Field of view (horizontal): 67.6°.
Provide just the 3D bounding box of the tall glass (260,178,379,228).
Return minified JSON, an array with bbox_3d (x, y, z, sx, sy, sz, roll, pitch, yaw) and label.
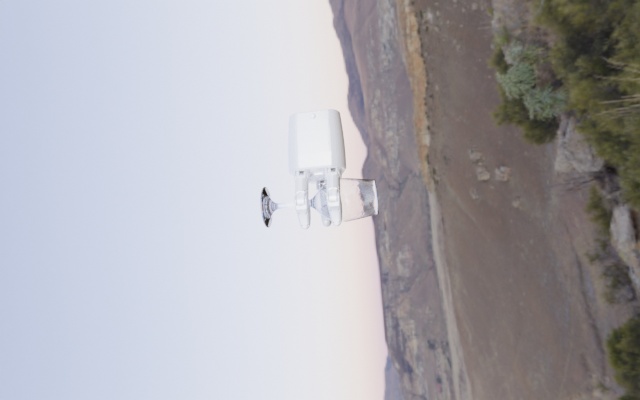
[{"bbox_3d":[-0.001,0.003,0.847,0.201,0.079,0.079,-5,-1,8],"label":"tall glass"}]
